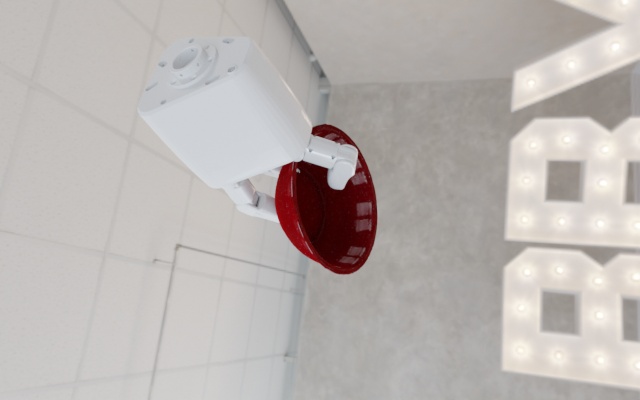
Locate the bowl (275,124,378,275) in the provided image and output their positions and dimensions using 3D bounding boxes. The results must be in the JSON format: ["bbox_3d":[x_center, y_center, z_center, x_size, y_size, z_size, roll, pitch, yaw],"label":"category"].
[{"bbox_3d":[0.000,0.003,0.524,0.055,0.162,0.162,-11,-6,35],"label":"bowl"}]
